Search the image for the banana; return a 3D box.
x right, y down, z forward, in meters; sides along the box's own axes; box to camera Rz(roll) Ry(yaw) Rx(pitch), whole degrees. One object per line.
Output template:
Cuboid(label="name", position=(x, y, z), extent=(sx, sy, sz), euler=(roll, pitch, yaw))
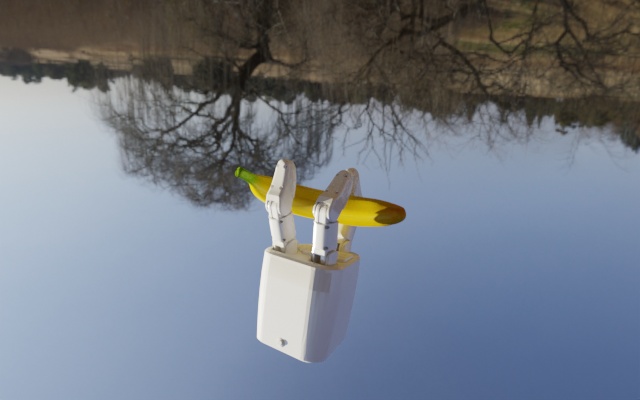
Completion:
Cuboid(label="banana", position=(0.000, 0.004, 0.551), extent=(0.198, 0.037, 0.069), euler=(13, -5, 12))
